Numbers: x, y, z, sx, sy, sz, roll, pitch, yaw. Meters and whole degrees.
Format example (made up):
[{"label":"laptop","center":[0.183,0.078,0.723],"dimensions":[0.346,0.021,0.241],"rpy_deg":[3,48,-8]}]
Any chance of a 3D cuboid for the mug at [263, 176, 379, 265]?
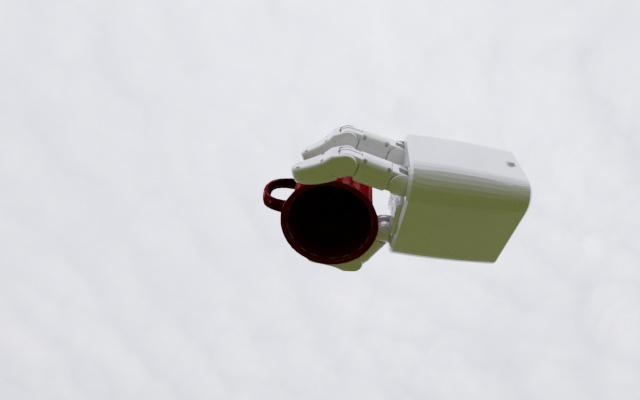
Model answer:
[{"label":"mug","center":[-0.001,0.001,0.483],"dimensions":[0.117,0.093,0.081],"rpy_deg":[10,30,1]}]
